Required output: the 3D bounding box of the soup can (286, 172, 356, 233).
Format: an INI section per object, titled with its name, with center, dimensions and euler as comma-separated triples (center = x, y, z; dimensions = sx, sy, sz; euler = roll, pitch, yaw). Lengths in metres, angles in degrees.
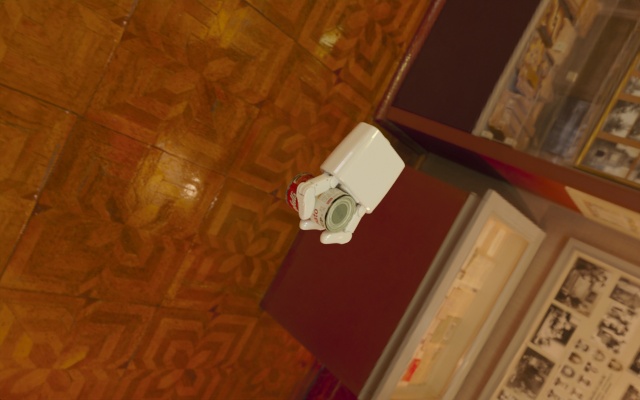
[soup can]
center = 0.000, 0.003, 0.791
dimensions = 0.068, 0.068, 0.102
euler = 0, 23, -46
